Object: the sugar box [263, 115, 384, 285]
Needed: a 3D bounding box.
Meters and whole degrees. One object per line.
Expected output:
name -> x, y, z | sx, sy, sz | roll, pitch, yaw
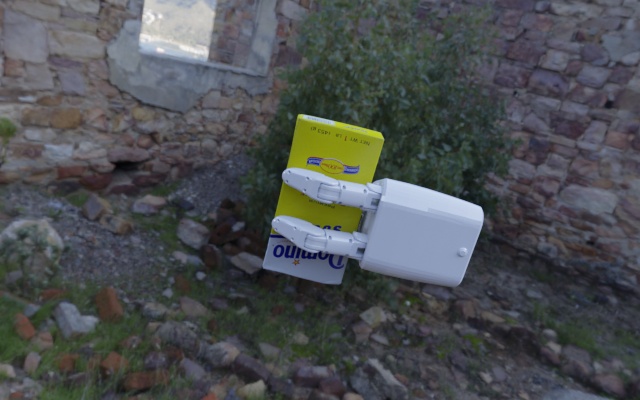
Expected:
sugar box -> 0.000, 0.002, 0.525 | 0.093, 0.176, 0.048 | 13, 16, -3
